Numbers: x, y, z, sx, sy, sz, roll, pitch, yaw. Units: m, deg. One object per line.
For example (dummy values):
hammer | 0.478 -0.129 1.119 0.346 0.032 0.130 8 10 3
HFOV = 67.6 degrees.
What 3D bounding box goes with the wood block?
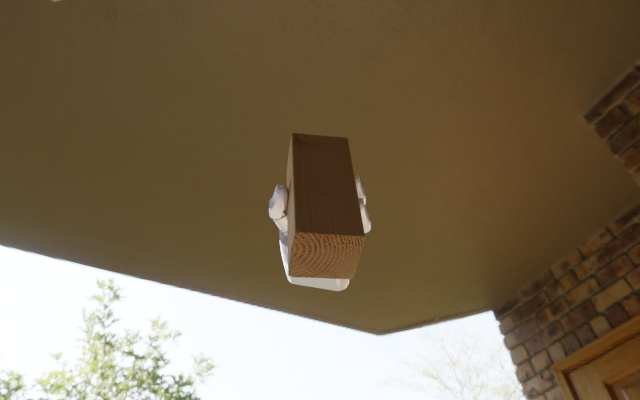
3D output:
wood block | 0.000 0.002 0.684 0.091 0.090 0.206 3 43 -8
